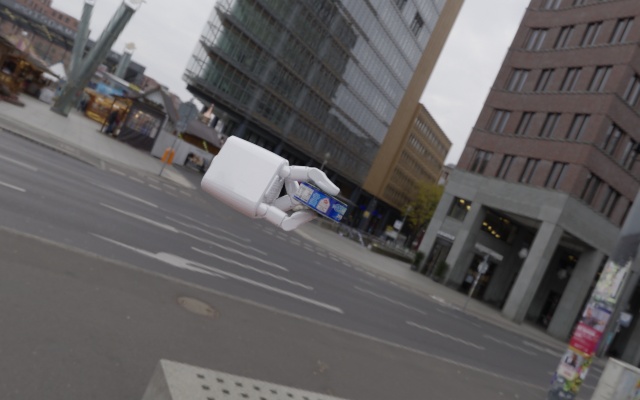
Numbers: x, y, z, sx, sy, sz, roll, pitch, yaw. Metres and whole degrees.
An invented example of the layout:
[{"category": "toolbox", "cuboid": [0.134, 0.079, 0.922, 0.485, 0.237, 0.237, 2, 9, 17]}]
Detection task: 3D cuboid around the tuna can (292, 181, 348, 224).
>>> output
[{"category": "tuna can", "cuboid": [0.000, 0.002, 0.767, 0.086, 0.034, 0.086, 30, 0, 0]}]
